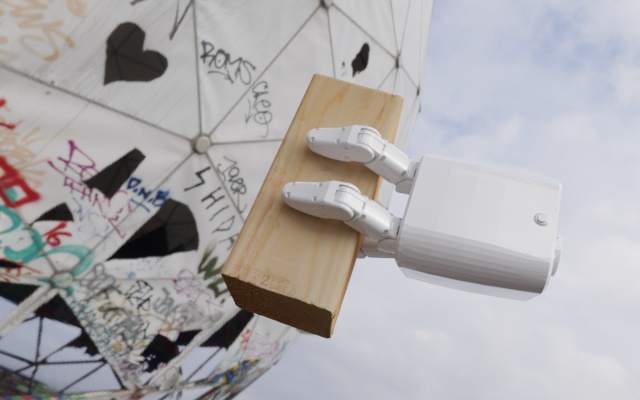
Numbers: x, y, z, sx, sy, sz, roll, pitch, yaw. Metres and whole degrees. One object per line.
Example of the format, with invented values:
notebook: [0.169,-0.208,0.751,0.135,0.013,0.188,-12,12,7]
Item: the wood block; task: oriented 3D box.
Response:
wood block: [0.000,0.002,0.425,0.090,0.206,0.091,17,-28,9]
